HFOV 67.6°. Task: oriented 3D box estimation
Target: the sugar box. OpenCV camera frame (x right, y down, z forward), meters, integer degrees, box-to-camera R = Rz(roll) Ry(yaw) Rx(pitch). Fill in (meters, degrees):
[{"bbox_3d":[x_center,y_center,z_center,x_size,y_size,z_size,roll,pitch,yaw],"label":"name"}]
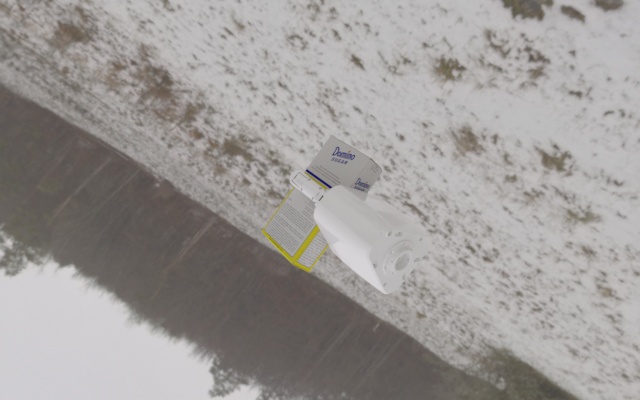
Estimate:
[{"bbox_3d":[0.000,0.003,0.674,0.093,0.176,0.048,39,0,43],"label":"sugar box"}]
